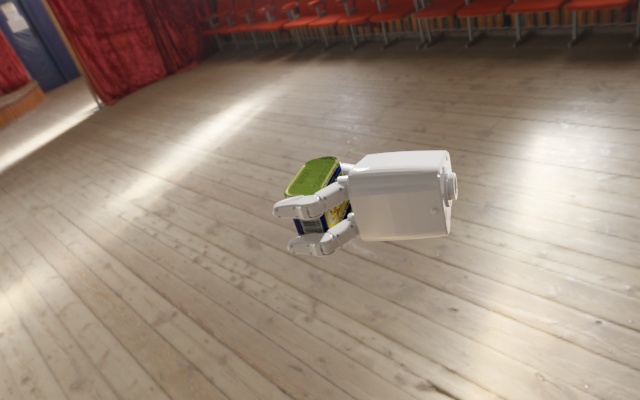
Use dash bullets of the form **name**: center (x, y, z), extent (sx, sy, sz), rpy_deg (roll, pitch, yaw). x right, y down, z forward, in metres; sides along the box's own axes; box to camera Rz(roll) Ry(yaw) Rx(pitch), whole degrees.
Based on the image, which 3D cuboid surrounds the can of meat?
- **can of meat**: center (0.000, 0.002, 0.621), extent (0.057, 0.084, 0.102), rpy_deg (-1, 35, 25)
